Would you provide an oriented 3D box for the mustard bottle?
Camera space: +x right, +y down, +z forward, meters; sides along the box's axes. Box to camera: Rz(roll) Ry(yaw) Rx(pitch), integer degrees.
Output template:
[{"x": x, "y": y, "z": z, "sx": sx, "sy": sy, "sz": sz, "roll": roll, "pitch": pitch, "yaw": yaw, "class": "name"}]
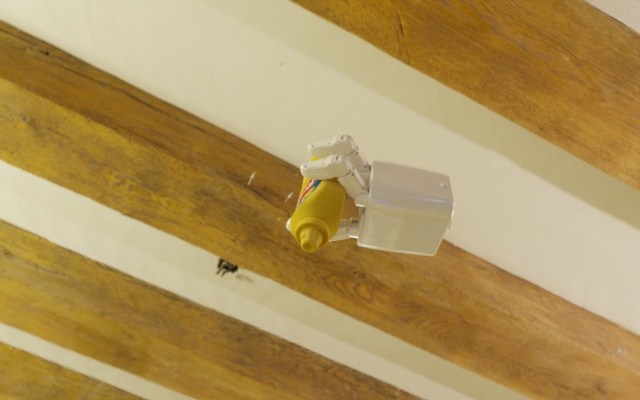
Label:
[{"x": 0.000, "y": 0.002, "z": 0.622, "sx": 0.058, "sy": 0.096, "sz": 0.191, "roll": 30, "pitch": 32, "yaw": -11, "class": "mustard bottle"}]
